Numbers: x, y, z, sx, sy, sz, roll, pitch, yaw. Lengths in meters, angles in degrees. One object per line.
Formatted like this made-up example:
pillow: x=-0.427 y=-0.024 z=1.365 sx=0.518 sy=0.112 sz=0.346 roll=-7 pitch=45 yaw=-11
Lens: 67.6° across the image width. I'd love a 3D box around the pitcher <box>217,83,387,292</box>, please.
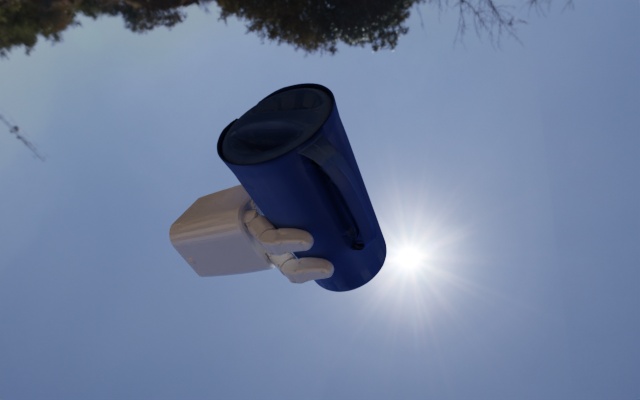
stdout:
pitcher: x=0.000 y=0.002 z=0.552 sx=0.145 sy=0.149 sz=0.243 roll=-12 pitch=-49 yaw=20
